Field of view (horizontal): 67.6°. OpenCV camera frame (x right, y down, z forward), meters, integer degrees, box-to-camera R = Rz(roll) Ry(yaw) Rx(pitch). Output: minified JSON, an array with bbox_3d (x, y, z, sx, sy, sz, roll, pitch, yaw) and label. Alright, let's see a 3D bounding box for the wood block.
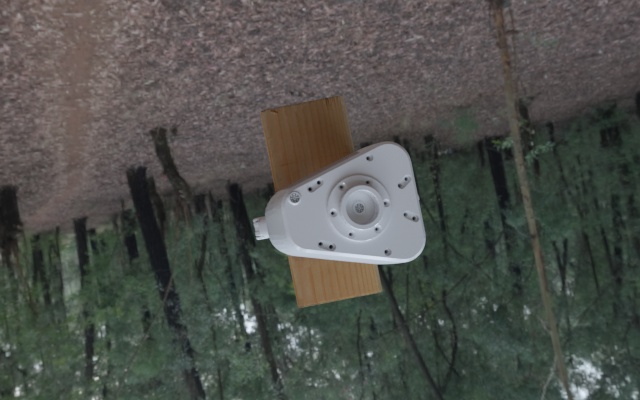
[{"bbox_3d":[0.000,0.002,0.530,0.091,0.206,0.090,-11,-2,-1],"label":"wood block"}]
